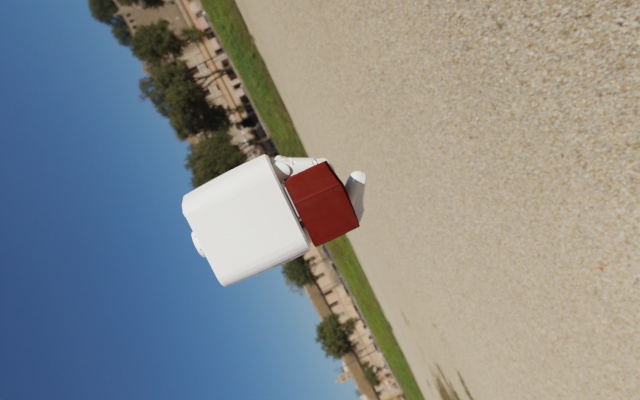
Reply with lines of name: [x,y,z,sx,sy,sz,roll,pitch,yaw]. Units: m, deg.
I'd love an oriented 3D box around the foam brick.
foam brick: [0.000,0.002,0.491,0.051,0.053,0.078,-25,24,-2]
